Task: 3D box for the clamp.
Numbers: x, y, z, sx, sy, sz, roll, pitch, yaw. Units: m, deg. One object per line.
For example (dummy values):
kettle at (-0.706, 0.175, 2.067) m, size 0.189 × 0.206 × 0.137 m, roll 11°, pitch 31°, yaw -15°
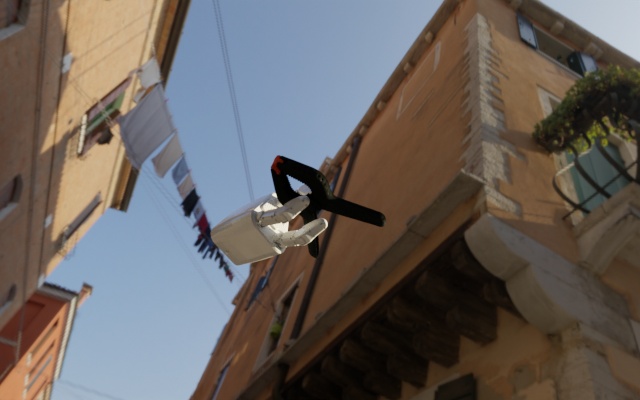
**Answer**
clamp at (0.000, 0.002, 0.807) m, size 0.164 × 0.210 × 0.036 m, roll -23°, pitch 30°, yaw 26°
